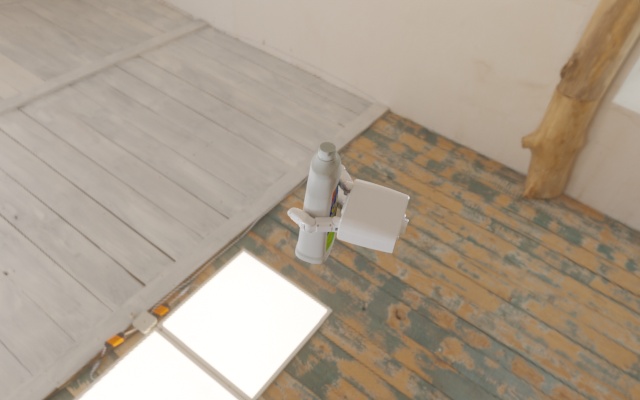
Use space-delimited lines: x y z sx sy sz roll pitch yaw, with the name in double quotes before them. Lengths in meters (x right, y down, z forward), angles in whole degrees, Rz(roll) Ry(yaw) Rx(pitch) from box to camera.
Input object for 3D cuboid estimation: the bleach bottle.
"bleach bottle" 0.000 0.003 0.890 0.068 0.251 0.102 16 46 10
